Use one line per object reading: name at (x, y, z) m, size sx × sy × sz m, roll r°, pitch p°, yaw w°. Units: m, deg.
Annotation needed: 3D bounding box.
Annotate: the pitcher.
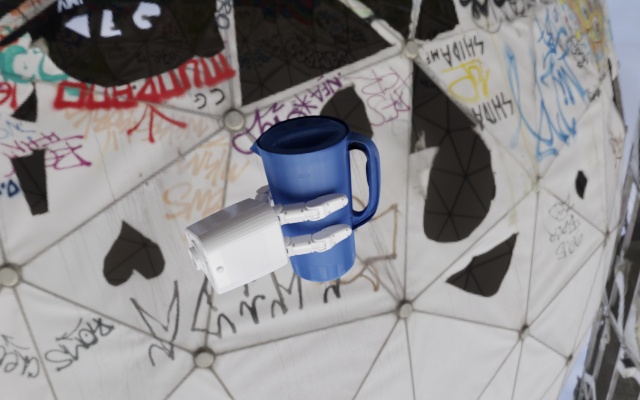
pitcher at (0.000, 0.002, 0.726) m, size 0.145 × 0.243 × 0.149 m, roll -25°, pitch 35°, yaw -24°
